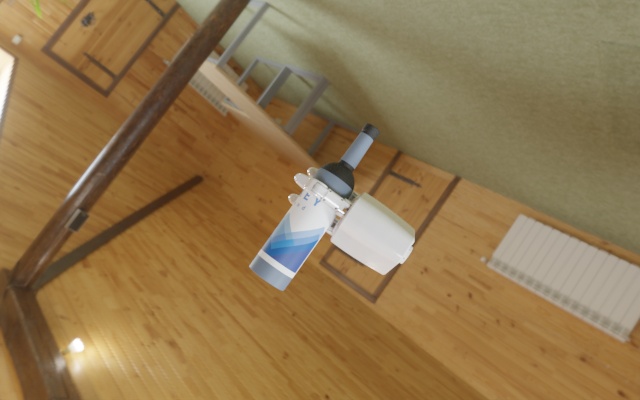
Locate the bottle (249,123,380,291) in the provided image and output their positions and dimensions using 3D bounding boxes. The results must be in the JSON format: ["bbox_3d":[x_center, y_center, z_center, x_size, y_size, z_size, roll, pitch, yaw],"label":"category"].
[{"bbox_3d":[0.000,0.003,0.758,0.069,0.295,0.069,35,-5,4],"label":"bottle"}]
